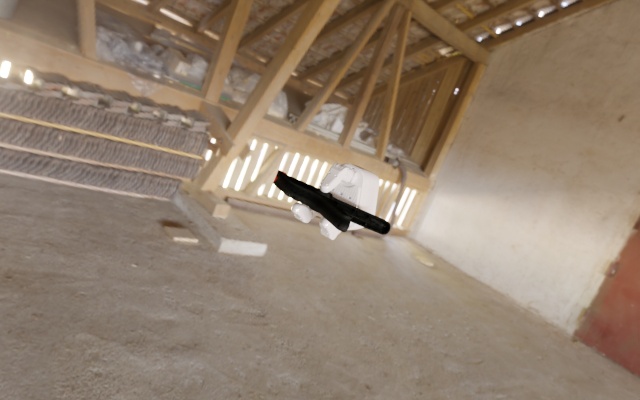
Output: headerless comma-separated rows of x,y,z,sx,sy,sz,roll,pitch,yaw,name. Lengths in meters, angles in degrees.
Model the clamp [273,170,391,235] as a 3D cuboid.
0.000,0.002,0.773,0.210,0.036,0.164,27,8,22,clamp
